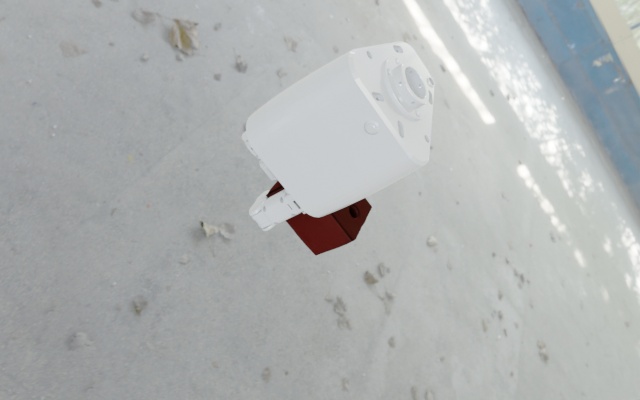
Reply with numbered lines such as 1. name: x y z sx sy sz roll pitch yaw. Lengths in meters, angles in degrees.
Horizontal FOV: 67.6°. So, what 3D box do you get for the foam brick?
1. foam brick: 0.000 0.002 0.439 0.051 0.078 0.053 -25 21 39
